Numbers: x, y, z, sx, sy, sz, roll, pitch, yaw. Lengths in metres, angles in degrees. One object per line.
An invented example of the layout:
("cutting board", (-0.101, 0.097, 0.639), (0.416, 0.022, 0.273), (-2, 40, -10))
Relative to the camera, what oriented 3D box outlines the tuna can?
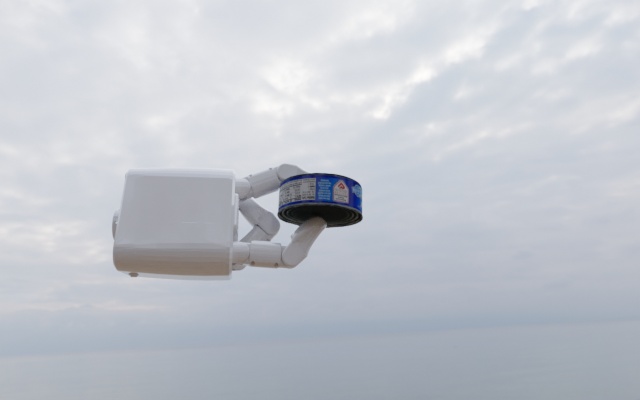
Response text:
("tuna can", (0.000, 0.001, 0.482), (0.086, 0.033, 0.086), (2, -17, 1))
